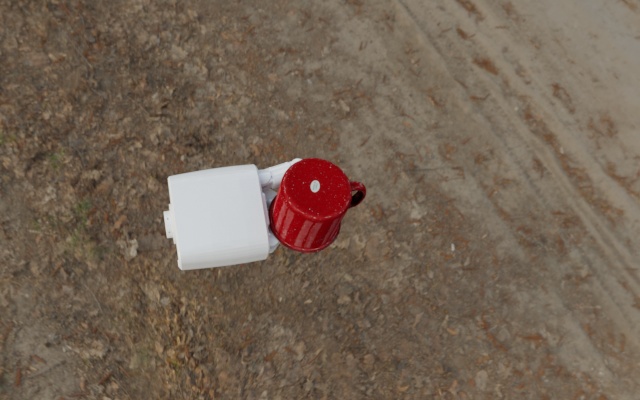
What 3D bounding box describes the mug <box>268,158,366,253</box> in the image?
[{"bbox_3d":[0.002,0.002,0.563,0.117,0.093,0.081,-9,-25,-18],"label":"mug"}]
